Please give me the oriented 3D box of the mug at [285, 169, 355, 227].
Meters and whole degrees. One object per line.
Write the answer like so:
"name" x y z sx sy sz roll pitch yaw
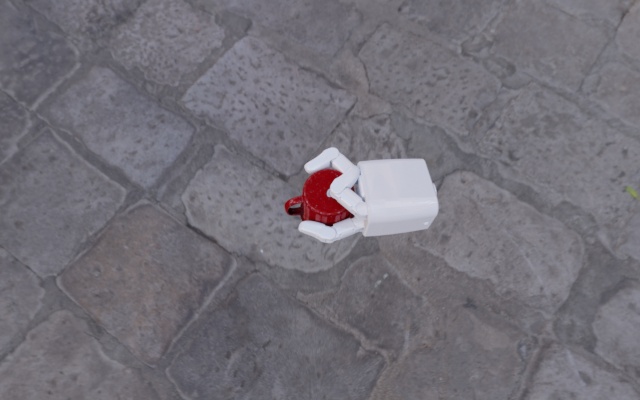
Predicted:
"mug" -0.001 0.003 0.770 0.117 0.093 0.081 -6 -23 -4
